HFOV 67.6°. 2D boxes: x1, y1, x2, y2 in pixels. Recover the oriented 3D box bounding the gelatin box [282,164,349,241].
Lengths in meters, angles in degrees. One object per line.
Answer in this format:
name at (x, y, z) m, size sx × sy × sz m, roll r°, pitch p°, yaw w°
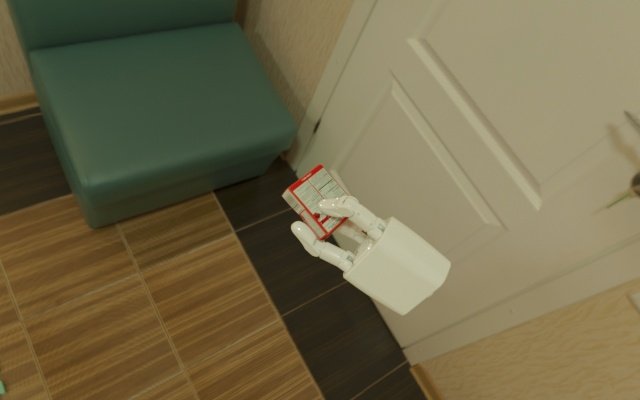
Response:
gelatin box at (0.000, 0.002, 0.691) m, size 0.073 × 0.089 × 0.030 m, roll -40°, pitch -1°, yaw -34°
